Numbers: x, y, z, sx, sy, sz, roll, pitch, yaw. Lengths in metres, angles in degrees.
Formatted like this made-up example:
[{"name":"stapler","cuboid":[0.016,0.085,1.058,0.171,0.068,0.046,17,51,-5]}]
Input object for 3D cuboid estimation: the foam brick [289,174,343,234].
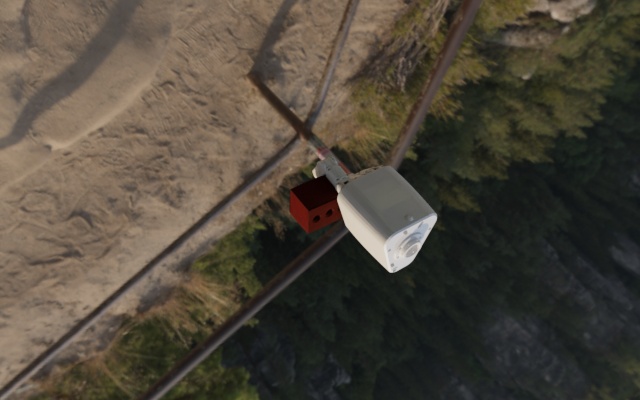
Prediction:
[{"name":"foam brick","cuboid":[0.000,0.002,0.704,0.078,0.053,0.051,-24,54,-23]}]
